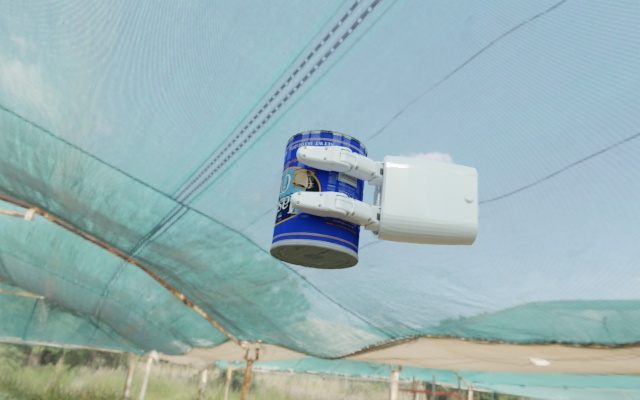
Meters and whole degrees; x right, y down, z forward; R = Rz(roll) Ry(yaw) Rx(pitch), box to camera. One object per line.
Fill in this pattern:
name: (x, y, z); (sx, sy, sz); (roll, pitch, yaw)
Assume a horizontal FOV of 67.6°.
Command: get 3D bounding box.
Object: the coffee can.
coffee can: (0.000, 0.002, 0.573); (0.103, 0.140, 0.103); (6, -21, 2)
